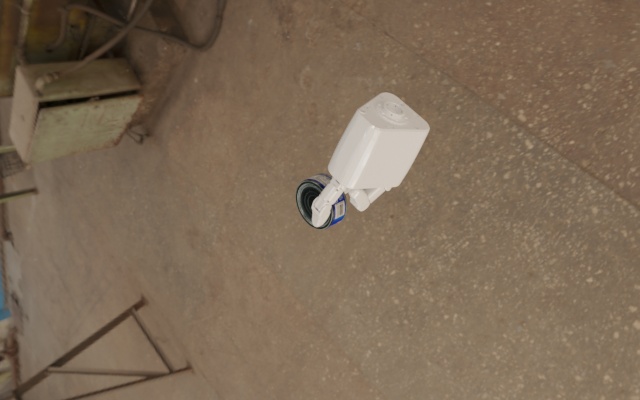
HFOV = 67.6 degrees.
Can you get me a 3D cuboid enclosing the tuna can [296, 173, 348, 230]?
[{"bbox_3d":[0.000,0.003,0.760,0.033,0.086,0.086,-26,17,-40],"label":"tuna can"}]
